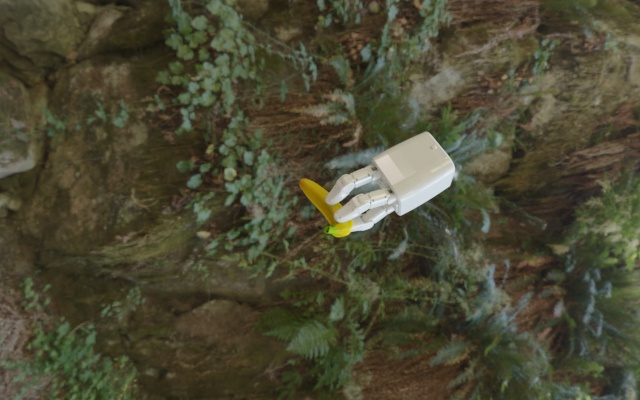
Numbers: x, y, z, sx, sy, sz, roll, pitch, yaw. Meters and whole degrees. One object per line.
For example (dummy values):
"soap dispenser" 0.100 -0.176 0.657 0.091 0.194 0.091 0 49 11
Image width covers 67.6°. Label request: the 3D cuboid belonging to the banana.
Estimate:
"banana" 0.014 0.014 0.830 0.070 0.037 0.197 38 9 -28
